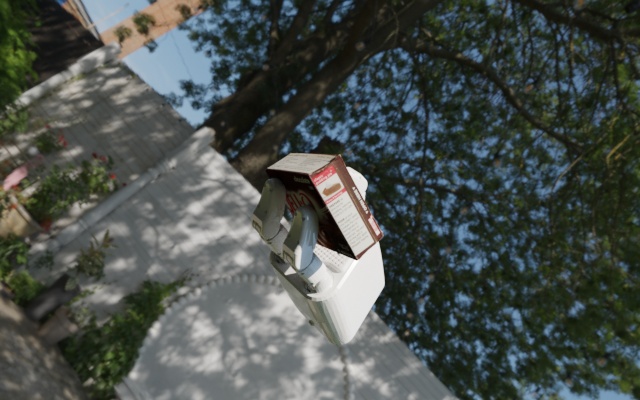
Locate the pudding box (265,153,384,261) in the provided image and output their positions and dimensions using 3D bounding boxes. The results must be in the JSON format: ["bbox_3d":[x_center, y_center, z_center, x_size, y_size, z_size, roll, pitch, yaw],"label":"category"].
[{"bbox_3d":[0.000,0.001,0.450,0.039,0.090,0.113,-38,19,-19],"label":"pudding box"}]
